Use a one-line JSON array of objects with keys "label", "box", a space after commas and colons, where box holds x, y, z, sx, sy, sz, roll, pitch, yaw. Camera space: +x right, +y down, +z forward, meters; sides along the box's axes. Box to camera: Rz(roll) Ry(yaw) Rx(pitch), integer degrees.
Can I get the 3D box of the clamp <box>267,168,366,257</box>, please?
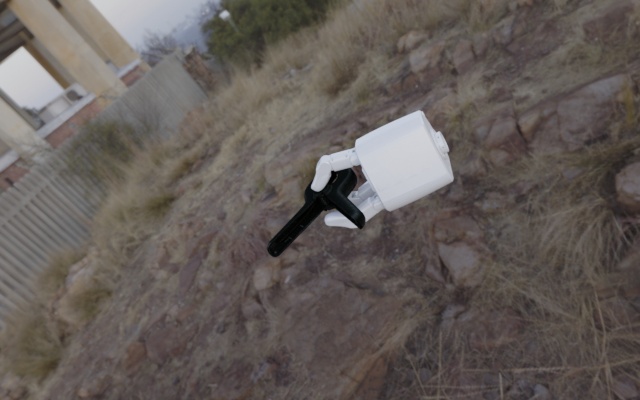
[{"label": "clamp", "box": [0.000, 0.001, 0.753, 0.164, 0.036, 0.209, -23, 28, 22]}]
